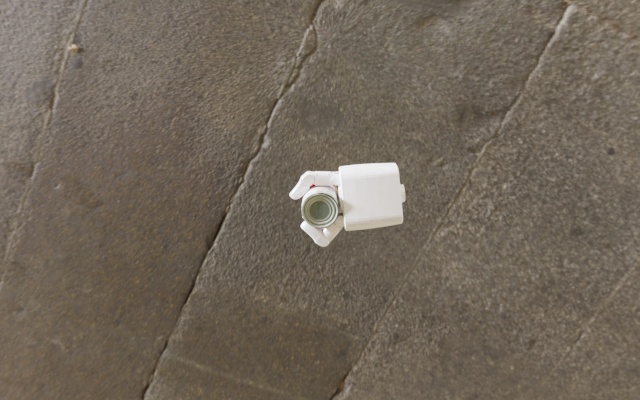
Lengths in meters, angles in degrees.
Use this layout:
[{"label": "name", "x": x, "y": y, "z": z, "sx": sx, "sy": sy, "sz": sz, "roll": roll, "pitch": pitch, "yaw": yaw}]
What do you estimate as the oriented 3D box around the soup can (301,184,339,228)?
[{"label": "soup can", "x": 0.000, "y": 0.003, "z": 0.883, "sx": 0.068, "sy": 0.068, "sz": 0.102, "roll": 0, "pitch": 19, "yaw": 1}]
